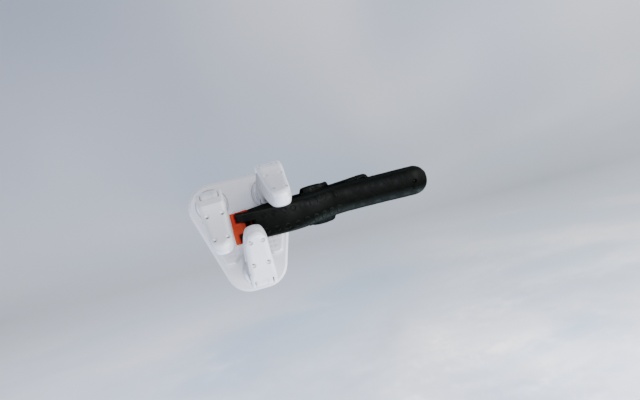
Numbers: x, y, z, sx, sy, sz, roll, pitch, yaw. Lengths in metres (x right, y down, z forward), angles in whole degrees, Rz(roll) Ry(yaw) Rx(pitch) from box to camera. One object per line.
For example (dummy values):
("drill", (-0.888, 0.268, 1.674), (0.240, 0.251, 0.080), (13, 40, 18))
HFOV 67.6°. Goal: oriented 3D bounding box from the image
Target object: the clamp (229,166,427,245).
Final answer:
("clamp", (0.000, 0.002, 0.445), (0.171, 0.039, 0.120), (-14, -2, -12))
